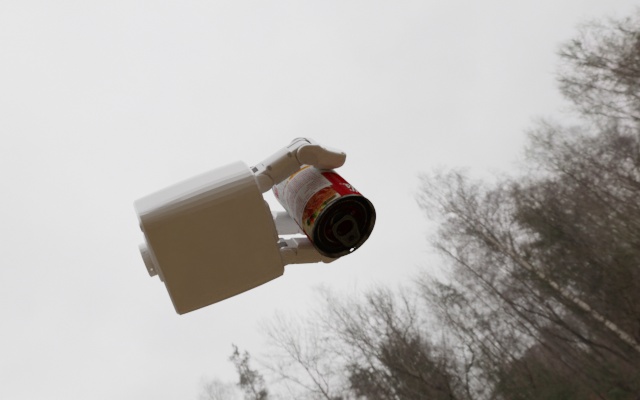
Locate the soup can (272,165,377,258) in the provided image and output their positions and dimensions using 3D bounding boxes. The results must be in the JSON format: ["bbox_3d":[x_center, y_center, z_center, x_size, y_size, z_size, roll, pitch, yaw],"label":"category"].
[{"bbox_3d":[0.000,0.001,0.478,0.068,0.068,0.102,0,28,-31],"label":"soup can"}]
